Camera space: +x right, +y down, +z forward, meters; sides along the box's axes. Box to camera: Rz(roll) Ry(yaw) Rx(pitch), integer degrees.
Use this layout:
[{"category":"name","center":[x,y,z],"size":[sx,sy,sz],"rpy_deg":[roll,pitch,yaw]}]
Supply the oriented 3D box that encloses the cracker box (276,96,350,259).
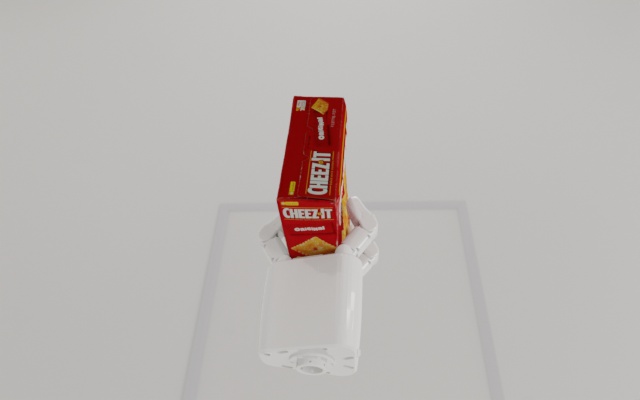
[{"category":"cracker box","center":[0.000,0.002,0.608],"size":[0.072,0.164,0.214],"rpy_deg":[1,-38,5]}]
